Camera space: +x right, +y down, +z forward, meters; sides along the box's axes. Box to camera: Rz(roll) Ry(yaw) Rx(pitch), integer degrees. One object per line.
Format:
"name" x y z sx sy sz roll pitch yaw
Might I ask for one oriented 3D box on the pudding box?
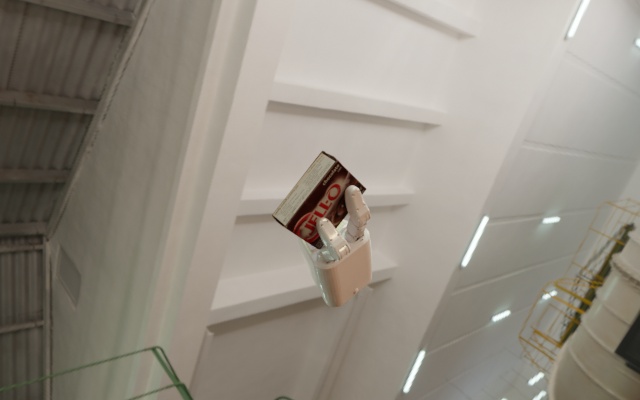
"pudding box" 0.000 0.002 0.649 0.039 0.113 0.090 34 -3 38
